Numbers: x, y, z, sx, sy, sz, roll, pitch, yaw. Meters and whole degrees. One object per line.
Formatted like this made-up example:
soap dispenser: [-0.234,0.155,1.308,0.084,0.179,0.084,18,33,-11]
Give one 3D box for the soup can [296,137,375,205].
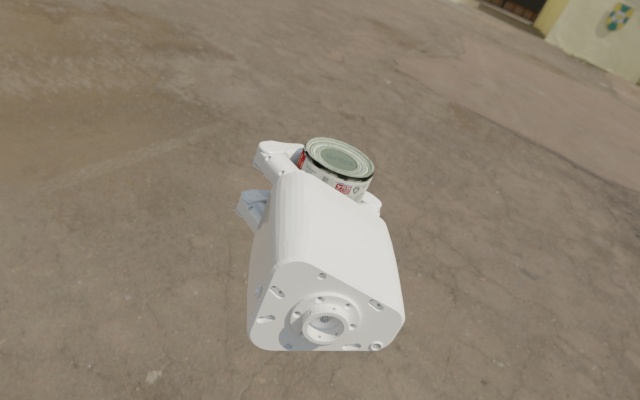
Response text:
soup can: [0.000,0.001,0.444,0.068,0.102,0.068,17,31,-11]
